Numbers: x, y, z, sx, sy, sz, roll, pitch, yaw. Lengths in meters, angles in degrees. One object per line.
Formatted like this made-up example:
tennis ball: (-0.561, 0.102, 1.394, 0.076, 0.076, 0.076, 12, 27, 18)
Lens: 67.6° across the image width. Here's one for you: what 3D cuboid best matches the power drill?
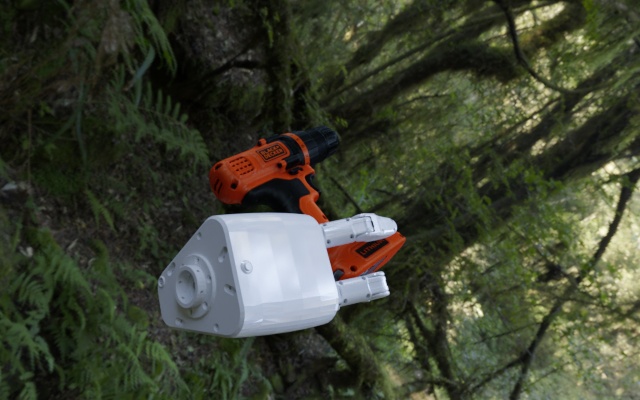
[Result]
power drill: (0.000, 0.002, 0.521, 0.184, 0.187, 0.057, -29, -22, -41)
